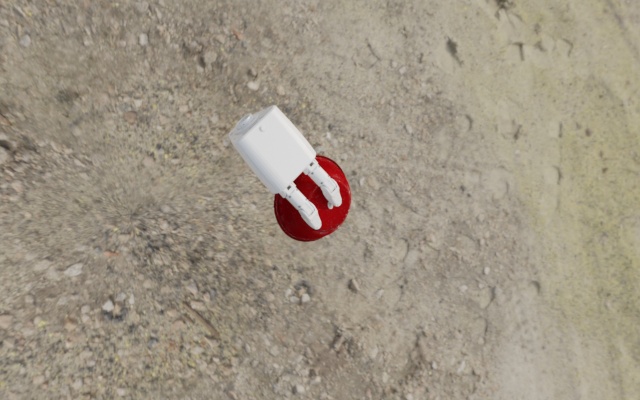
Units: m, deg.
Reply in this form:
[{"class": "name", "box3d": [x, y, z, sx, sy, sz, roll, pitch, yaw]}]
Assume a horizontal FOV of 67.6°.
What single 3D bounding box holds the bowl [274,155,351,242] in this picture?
[{"class": "bowl", "box3d": [0.001, 0.004, 0.847, 0.162, 0.162, 0.055, 0, 12, -36]}]
